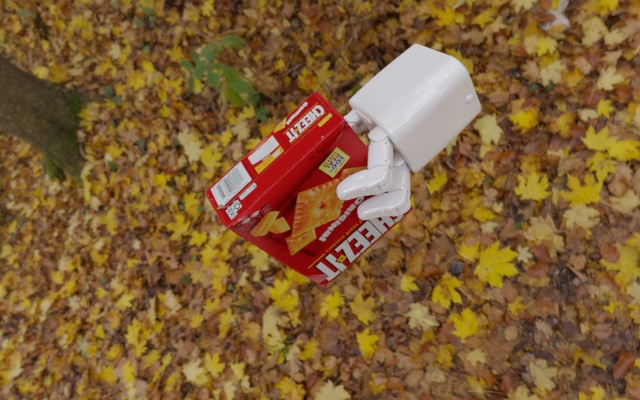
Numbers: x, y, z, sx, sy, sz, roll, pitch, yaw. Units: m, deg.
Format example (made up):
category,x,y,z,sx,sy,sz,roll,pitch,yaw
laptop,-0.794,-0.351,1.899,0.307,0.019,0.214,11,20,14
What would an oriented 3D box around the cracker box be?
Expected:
category,x,y,z,sx,sy,sz,roll,pitch,yaw
cracker box,0.000,0.002,0.564,0.214,0.164,0.072,42,8,-50
